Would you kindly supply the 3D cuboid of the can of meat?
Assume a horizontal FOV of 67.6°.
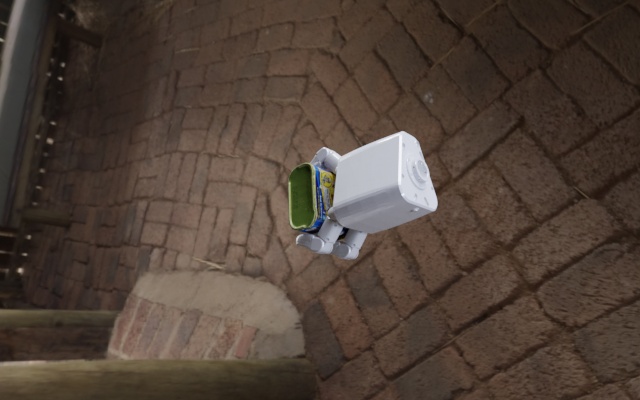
[{"bbox_3d":[0.000,0.002,0.699,0.057,0.102,0.084,-19,-24,38],"label":"can of meat"}]
